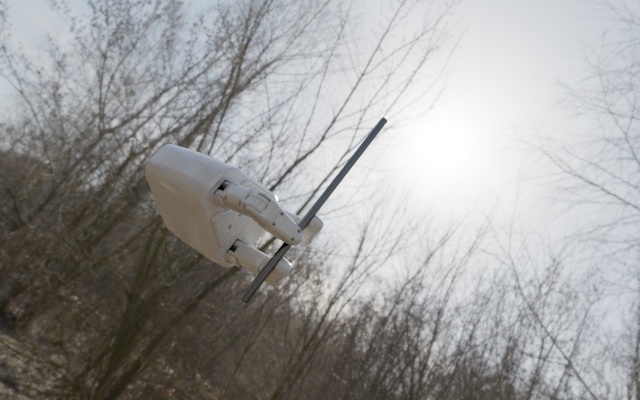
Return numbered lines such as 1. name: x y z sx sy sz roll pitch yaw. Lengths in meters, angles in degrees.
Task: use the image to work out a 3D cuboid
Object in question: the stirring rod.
1. stirring rod: 0.000 0.002 0.471 0.011 0.239 0.011 32 -22 15
